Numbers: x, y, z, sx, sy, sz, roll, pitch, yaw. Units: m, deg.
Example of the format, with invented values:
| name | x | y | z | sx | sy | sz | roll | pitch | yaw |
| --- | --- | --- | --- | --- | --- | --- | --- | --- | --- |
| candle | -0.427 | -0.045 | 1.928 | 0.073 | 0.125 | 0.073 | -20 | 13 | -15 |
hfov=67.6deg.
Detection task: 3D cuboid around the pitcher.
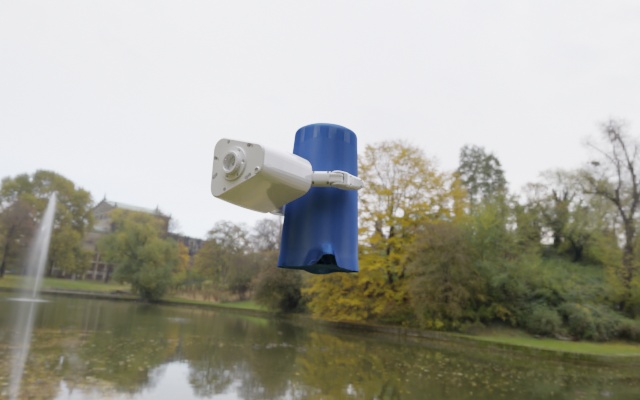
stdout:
| name | x | y | z | sx | sy | sz | roll | pitch | yaw |
| --- | --- | --- | --- | --- | --- | --- | --- | --- | --- |
| pitcher | 0.000 | 0.003 | 0.808 | 0.149 | 0.242 | 0.145 | -4 | -14 | 35 |
